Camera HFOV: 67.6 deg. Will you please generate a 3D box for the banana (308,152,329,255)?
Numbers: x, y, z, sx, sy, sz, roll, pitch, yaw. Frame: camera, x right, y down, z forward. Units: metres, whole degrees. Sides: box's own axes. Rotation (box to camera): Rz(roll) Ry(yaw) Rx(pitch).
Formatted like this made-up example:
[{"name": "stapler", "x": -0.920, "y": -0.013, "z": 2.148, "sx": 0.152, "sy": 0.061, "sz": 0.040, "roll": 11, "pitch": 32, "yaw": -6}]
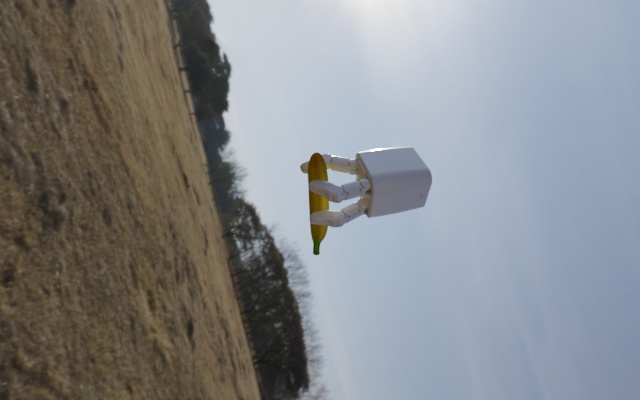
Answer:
[{"name": "banana", "x": -0.002, "y": -0.003, "z": 0.847, "sx": 0.037, "sy": 0.198, "sz": 0.069, "roll": -5, "pitch": 28, "yaw": -5}]
